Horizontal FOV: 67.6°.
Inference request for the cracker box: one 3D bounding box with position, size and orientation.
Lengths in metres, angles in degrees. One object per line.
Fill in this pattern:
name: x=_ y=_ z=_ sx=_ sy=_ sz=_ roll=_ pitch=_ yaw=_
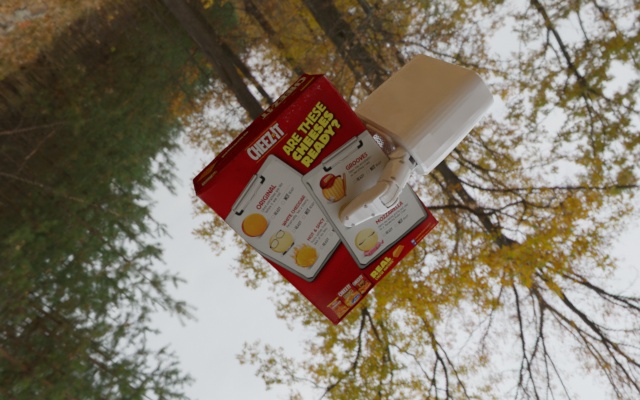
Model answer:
cracker box: x=0.000 y=0.002 z=0.505 sx=0.214 sy=0.164 sz=0.072 roll=48 pitch=-4 yaw=-25
